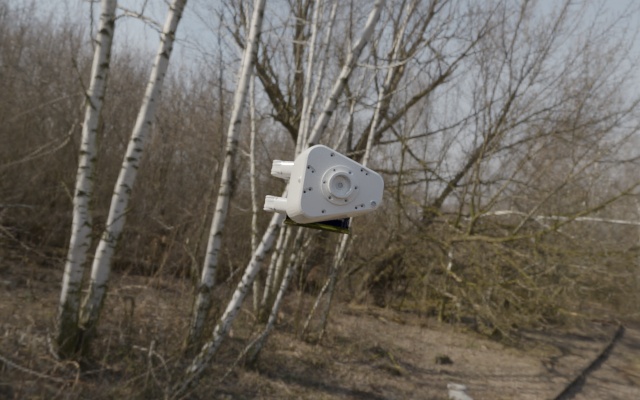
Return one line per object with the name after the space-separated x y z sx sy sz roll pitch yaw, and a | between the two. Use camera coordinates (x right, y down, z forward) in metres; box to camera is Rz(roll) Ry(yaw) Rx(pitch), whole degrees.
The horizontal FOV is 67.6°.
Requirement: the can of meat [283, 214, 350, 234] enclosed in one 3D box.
0.000 0.002 0.732 0.102 0.084 0.057 10 -5 -7 | can of meat
